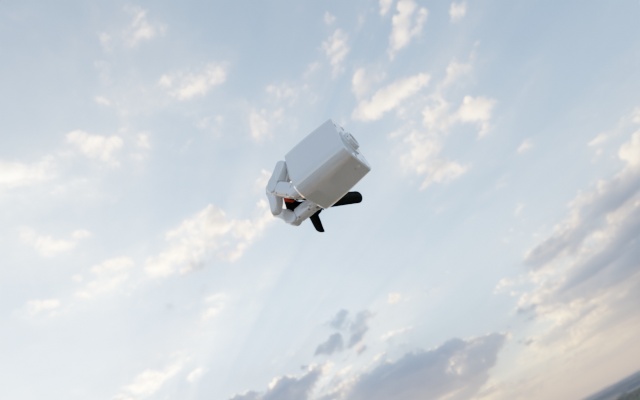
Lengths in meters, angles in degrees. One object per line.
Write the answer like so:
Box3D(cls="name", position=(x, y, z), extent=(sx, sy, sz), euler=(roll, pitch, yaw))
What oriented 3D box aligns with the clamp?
Box3D(cls="clamp", position=(0.000, 0.002, 0.887), extent=(0.120, 0.039, 0.171), euler=(-40, -33, 15))
